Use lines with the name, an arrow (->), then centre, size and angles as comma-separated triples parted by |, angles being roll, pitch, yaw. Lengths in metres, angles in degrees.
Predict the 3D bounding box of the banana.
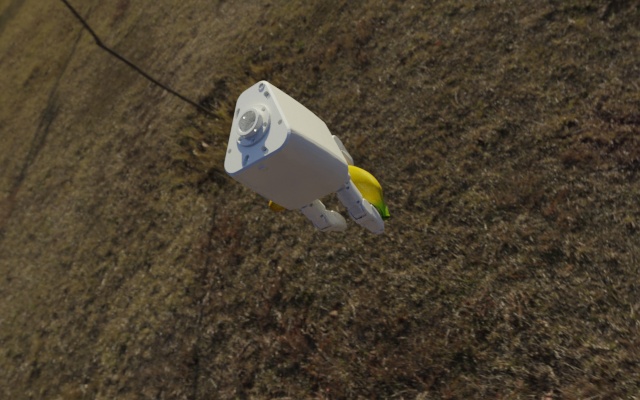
banana -> 0.007, -0.015, 0.656 | 0.198, 0.069, 0.037 | 3, -16, 37
